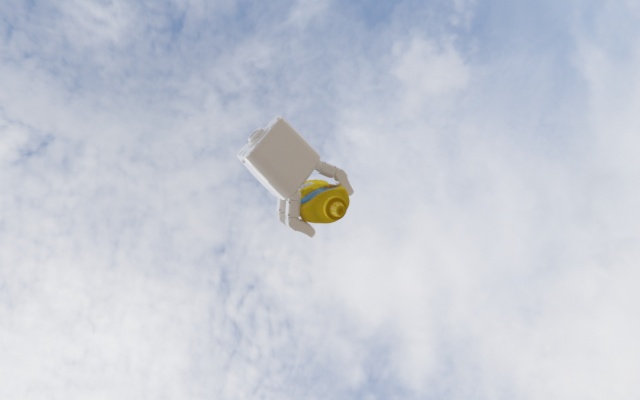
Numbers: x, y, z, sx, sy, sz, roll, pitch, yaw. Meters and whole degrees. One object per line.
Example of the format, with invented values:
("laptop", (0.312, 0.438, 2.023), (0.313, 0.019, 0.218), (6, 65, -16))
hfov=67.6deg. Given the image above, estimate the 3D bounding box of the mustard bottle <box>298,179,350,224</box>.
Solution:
("mustard bottle", (0.000, 0.003, 0.878), (0.096, 0.058, 0.191), (-24, 16, -16))
